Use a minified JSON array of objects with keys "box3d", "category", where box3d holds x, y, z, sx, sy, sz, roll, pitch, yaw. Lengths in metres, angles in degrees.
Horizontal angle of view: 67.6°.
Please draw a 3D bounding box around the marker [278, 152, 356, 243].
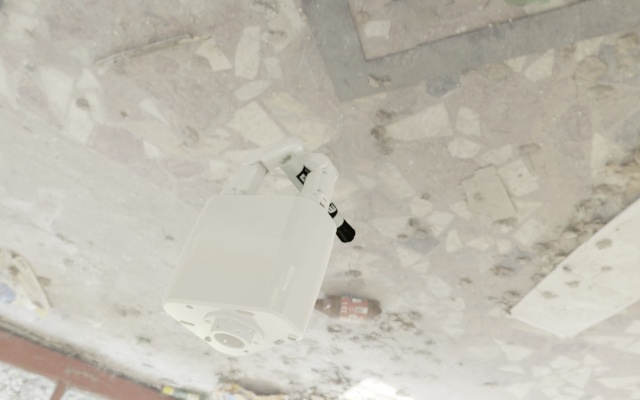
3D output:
[{"box3d":[0.000,0.001,0.461,0.020,0.020,0.121,0,-40,42],"category":"marker"}]
